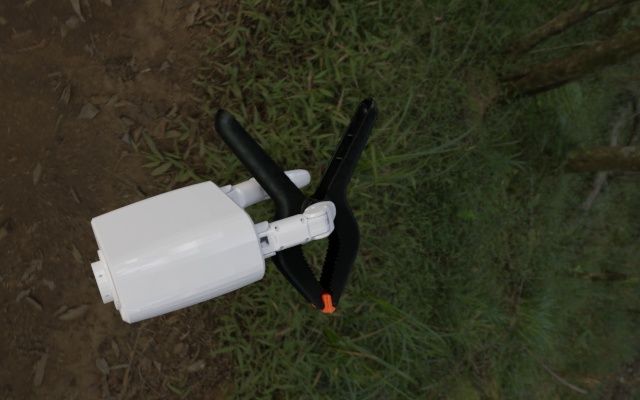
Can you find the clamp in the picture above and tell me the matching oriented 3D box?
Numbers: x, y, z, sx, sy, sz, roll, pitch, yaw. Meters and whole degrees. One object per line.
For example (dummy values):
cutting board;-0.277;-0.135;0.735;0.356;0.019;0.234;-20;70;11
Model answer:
clamp;0.000;0.002;0.461;0.164;0.210;0.036;-17;12;-24
